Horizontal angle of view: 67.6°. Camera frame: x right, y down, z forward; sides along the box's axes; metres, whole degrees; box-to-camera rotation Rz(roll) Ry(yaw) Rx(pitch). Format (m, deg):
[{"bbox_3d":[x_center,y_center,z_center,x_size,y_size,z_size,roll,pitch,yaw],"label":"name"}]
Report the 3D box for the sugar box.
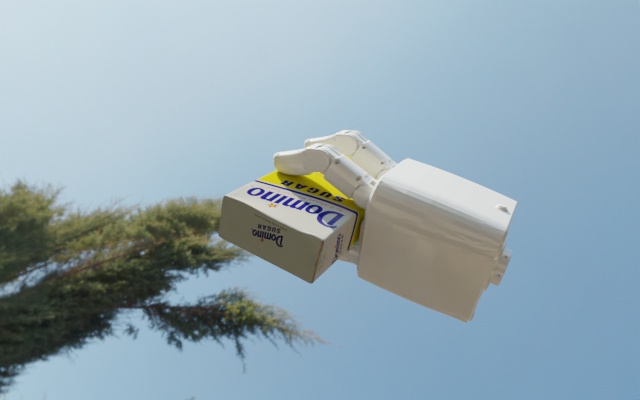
[{"bbox_3d":[0.000,0.001,0.433,0.093,0.048,0.176,23,26,20],"label":"sugar box"}]
